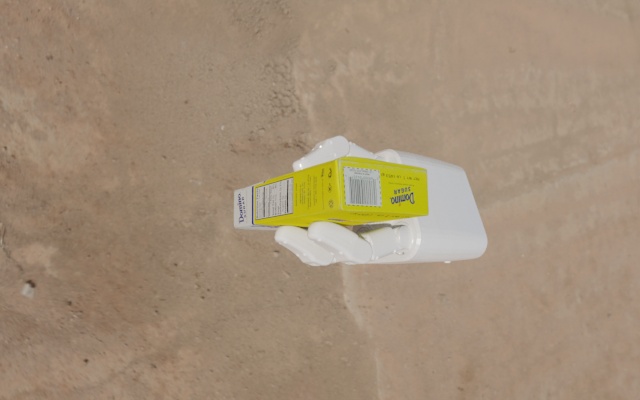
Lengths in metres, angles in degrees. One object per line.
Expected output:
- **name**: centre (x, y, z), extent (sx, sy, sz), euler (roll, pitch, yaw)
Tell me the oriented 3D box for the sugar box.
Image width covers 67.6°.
- **sugar box**: centre (0.000, 0.002, 0.431), extent (0.093, 0.048, 0.176), euler (5, -12, -34)
